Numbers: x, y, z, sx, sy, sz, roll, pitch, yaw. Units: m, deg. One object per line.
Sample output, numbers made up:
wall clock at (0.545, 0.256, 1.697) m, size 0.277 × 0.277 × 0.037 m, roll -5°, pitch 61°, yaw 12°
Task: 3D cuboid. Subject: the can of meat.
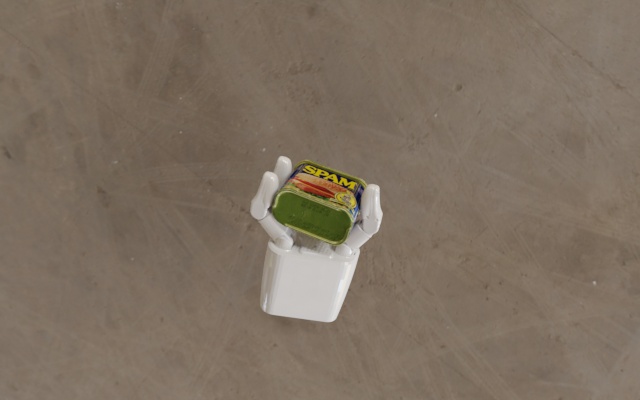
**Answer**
can of meat at (0.000, 0.002, 0.582) m, size 0.102 × 0.057 × 0.084 m, roll 21°, pitch 30°, yaw 7°
